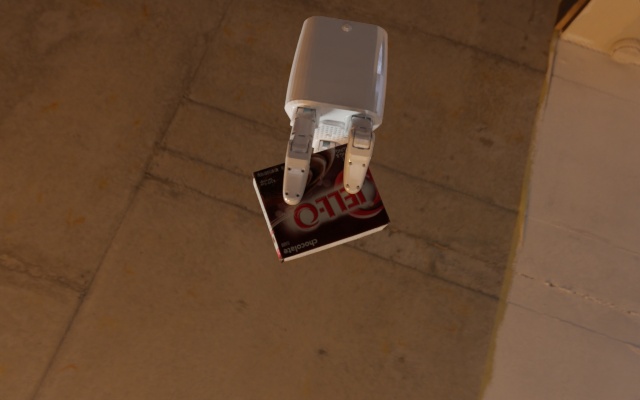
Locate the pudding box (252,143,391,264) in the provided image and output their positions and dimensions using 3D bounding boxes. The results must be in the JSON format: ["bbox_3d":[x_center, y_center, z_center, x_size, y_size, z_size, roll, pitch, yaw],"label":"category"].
[{"bbox_3d":[0.000,0.002,0.469,0.113,0.090,0.039,-19,-14,-8],"label":"pudding box"}]
